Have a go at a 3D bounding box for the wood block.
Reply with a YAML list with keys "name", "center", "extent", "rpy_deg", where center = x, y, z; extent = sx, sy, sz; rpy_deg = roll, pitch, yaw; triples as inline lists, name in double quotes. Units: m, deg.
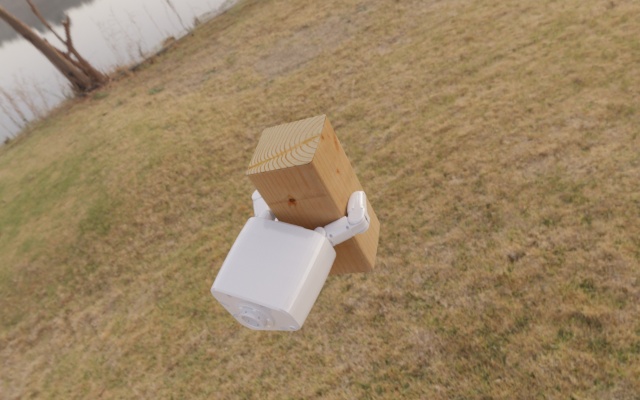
- name: "wood block"
  center: [0.000, 0.002, 0.631]
  extent: [0.091, 0.090, 0.206]
  rpy_deg: [-9, -46, 25]
